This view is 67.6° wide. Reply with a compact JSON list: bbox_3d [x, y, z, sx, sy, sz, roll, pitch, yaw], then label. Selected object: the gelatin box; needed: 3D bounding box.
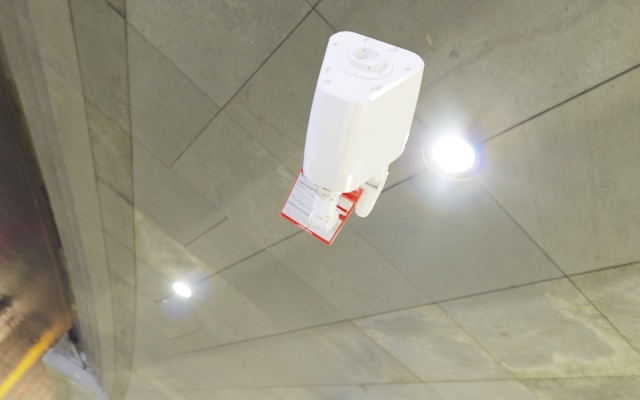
[{"bbox_3d":[0.000,0.002,0.563,0.073,0.089,0.030,31,45,2],"label":"gelatin box"}]
